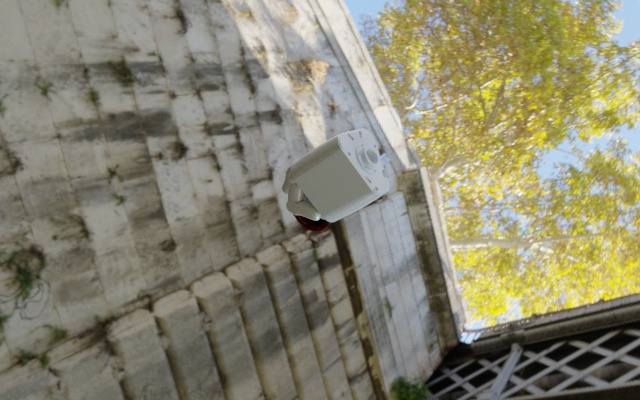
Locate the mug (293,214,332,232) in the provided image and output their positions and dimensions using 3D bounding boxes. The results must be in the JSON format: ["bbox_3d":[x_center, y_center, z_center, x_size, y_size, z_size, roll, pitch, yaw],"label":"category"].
[{"bbox_3d":[-0.001,0.003,0.843,0.117,0.093,0.081,-29,-5,41],"label":"mug"}]
